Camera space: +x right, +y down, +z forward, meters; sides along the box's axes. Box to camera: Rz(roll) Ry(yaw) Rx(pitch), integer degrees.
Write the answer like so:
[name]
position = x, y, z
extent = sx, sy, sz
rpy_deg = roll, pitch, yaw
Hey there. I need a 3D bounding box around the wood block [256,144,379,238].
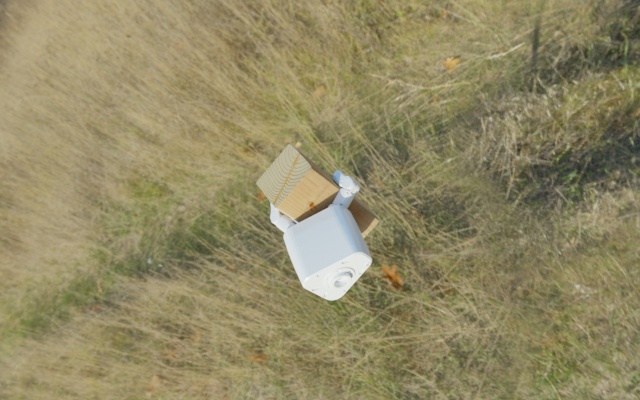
[wood block]
position = 0.000, 0.003, 0.846
extent = 0.206, 0.091, 0.090
rpy_deg = 36, 8, -43
